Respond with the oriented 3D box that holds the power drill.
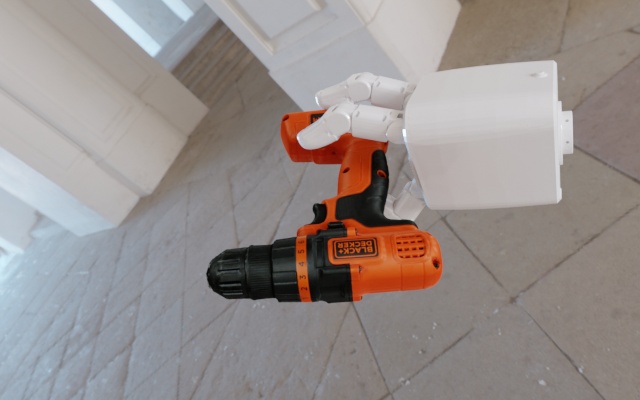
[{"bbox_3d":[0.000,0.001,0.420,0.184,0.187,0.057,-3,-38,2],"label":"power drill"}]
